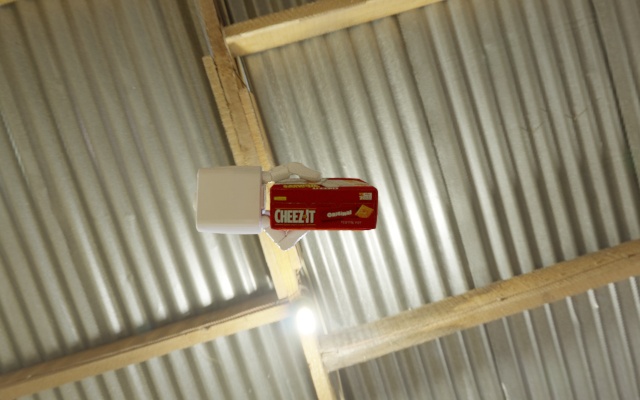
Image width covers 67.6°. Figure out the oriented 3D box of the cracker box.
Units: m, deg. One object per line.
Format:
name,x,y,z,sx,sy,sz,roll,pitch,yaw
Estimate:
cracker box,0.000,0.002,0.815,0.164,0.072,0.213,0,7,-3
